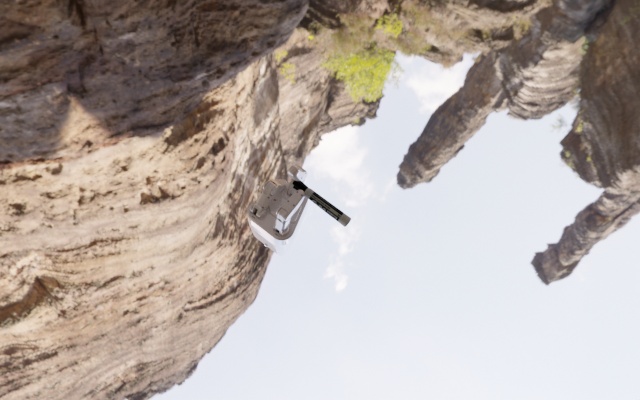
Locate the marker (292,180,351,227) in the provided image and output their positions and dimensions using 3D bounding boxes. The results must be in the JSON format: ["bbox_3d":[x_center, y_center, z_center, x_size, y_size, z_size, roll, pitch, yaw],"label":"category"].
[{"bbox_3d":[0.000,0.003,0.823,0.121,0.020,0.020,37,10,13],"label":"marker"}]
